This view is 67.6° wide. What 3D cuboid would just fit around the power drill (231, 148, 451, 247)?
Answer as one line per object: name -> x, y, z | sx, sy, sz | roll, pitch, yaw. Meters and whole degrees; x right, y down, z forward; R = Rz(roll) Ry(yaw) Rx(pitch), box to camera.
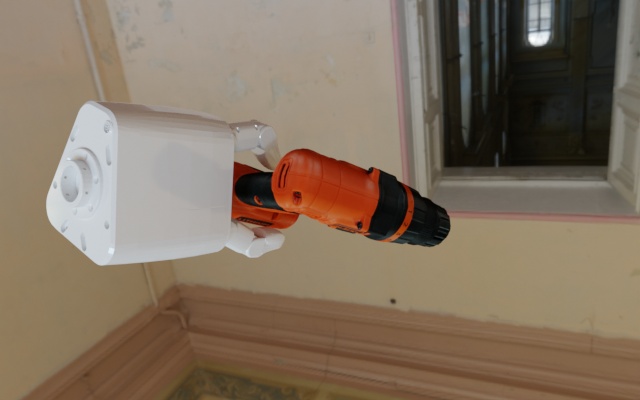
power drill -> 0.000, 0.001, 0.433 | 0.184, 0.057, 0.187 | 20, -12, -39
